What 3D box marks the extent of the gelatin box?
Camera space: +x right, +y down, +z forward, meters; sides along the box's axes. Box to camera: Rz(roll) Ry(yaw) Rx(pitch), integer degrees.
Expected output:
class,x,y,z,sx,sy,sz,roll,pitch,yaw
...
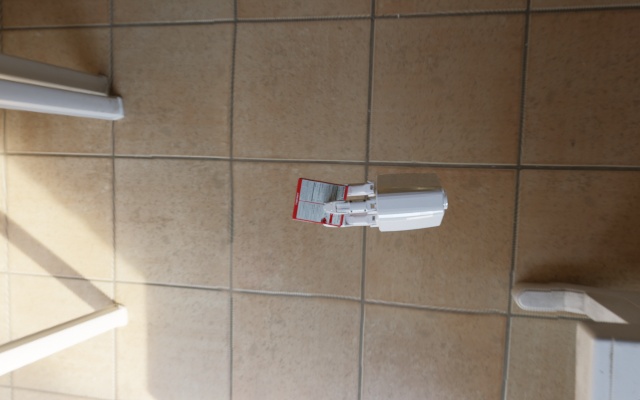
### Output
class,x,y,z,sx,sy,sz,roll,pitch,yaw
gelatin box,0.000,0.003,0.832,0.089,0.073,0.030,9,5,5
